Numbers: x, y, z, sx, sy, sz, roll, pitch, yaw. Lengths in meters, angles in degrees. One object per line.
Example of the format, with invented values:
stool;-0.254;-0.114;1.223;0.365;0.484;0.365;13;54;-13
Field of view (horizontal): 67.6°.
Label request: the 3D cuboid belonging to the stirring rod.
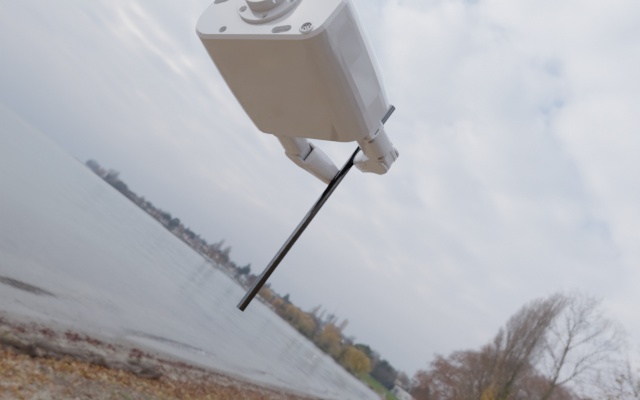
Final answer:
stirring rod;0.000;0.002;0.443;0.011;0.239;0.011;35;-13;9
